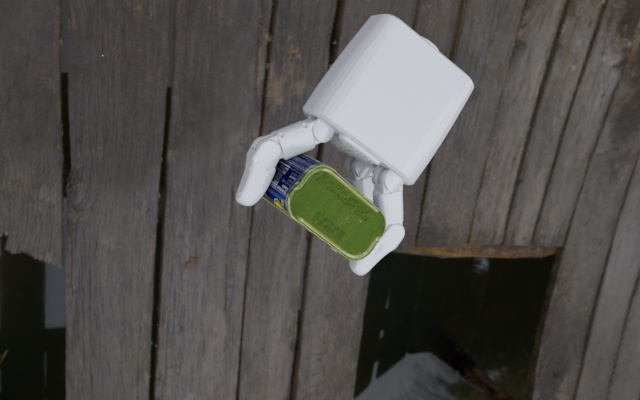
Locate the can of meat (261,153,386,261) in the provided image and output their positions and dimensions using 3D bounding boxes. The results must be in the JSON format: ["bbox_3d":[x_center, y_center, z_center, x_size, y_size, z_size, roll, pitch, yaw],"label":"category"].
[{"bbox_3d":[0.000,0.001,0.425,0.102,0.057,0.084,38,-3,-29],"label":"can of meat"}]
